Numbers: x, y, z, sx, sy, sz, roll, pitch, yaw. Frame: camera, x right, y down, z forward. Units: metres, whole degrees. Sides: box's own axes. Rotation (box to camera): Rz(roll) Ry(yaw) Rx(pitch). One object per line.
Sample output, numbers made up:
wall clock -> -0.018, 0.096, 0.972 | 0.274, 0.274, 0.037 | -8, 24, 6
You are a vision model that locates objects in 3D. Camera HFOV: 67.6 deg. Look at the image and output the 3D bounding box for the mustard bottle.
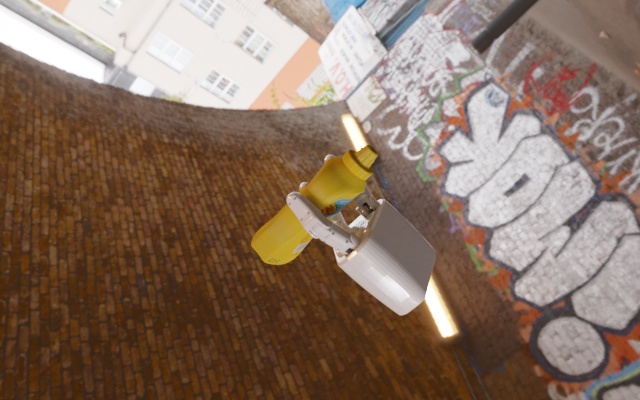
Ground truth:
mustard bottle -> 0.000, 0.002, 0.606 | 0.192, 0.058, 0.096 | -44, -14, 23
